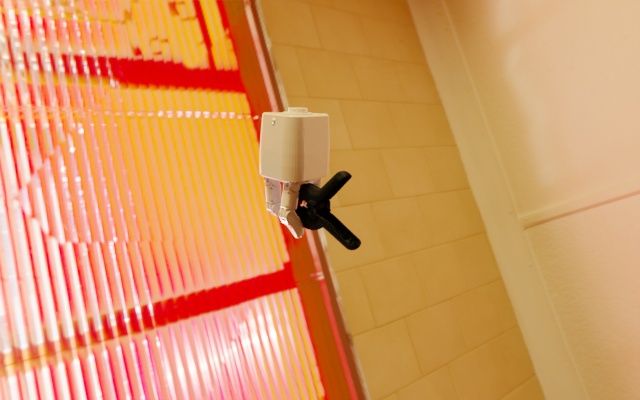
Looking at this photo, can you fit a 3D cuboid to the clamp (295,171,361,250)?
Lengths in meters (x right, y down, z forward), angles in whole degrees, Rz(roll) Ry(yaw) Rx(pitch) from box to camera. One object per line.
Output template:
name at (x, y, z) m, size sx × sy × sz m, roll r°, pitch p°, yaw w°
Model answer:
clamp at (0.000, 0.002, 0.759) m, size 0.039 × 0.120 × 0.171 m, roll -11°, pitch 19°, yaw -40°
